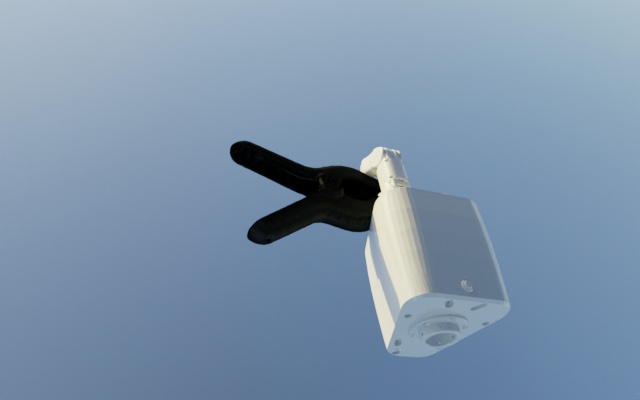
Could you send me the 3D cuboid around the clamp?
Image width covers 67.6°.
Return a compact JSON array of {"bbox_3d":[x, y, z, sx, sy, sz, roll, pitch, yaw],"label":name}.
[{"bbox_3d":[0.000,0.002,0.442,0.171,0.120,0.039,9,-43,-17],"label":"clamp"}]
